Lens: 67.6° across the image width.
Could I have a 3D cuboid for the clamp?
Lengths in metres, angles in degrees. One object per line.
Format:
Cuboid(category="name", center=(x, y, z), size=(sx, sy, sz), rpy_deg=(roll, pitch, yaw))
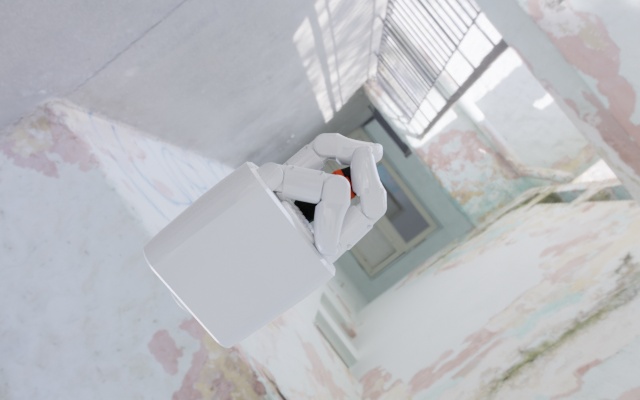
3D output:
Cuboid(category="clamp", center=(0.001, 0.002, 0.472), size=(0.120, 0.039, 0.171), rpy_deg=(-37, -4, 1))
